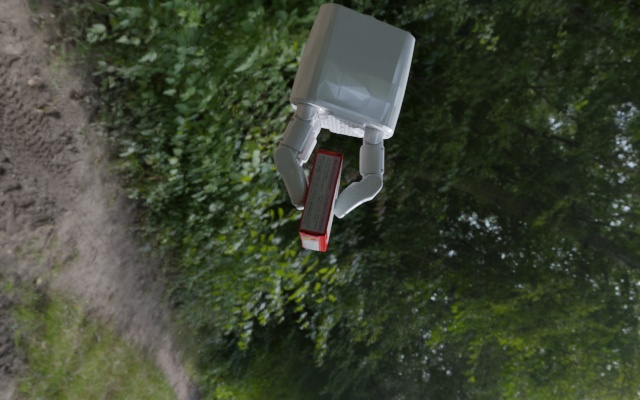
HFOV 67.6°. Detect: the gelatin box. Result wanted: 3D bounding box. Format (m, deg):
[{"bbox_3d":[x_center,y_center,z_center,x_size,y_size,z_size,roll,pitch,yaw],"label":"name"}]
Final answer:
[{"bbox_3d":[0.000,0.002,0.496,0.030,0.089,0.073,11,-17,3],"label":"gelatin box"}]
